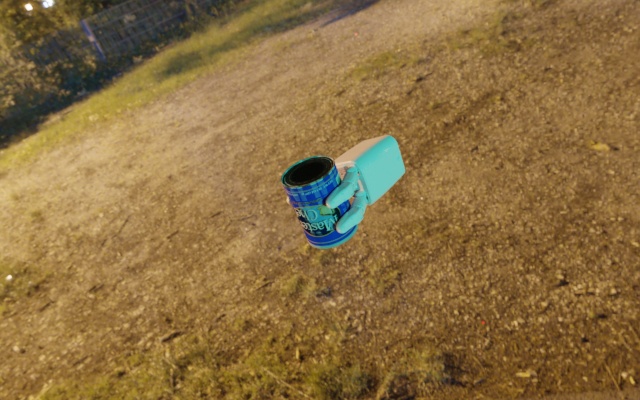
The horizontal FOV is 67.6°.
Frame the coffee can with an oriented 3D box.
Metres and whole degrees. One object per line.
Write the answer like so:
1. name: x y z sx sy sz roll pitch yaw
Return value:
1. coffee can: 0.000 0.003 0.876 0.103 0.140 0.102 -17 31 10
